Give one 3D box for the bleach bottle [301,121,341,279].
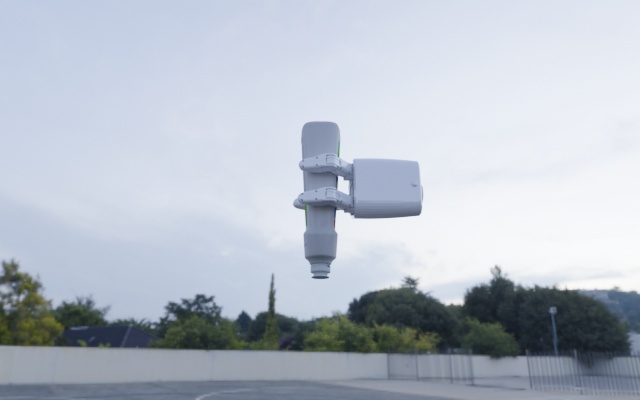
[{"bbox_3d":[0.000,0.003,0.779,0.068,0.250,0.103,0,-19,0],"label":"bleach bottle"}]
